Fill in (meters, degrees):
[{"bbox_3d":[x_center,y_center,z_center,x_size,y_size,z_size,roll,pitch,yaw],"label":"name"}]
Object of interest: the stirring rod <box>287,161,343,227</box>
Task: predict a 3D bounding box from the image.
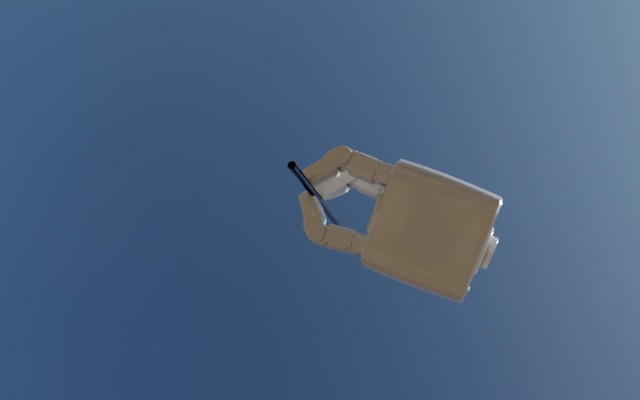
[{"bbox_3d":[0.000,0.002,0.549,0.011,0.011,0.240,0,-16,13],"label":"stirring rod"}]
